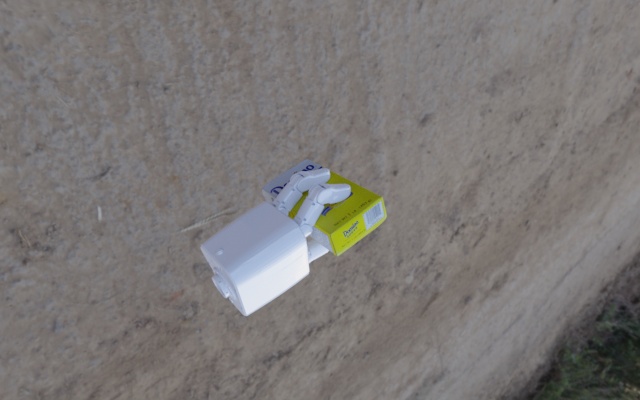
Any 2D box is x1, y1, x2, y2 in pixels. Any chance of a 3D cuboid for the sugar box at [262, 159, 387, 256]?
[{"bbox_3d":[0.000,0.002,0.676,0.093,0.048,0.176,-34,41,-22],"label":"sugar box"}]
